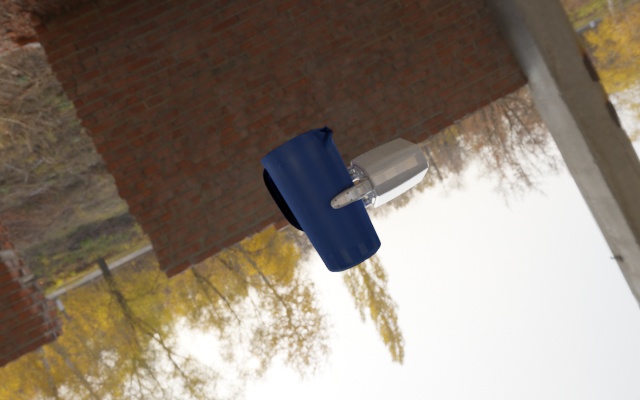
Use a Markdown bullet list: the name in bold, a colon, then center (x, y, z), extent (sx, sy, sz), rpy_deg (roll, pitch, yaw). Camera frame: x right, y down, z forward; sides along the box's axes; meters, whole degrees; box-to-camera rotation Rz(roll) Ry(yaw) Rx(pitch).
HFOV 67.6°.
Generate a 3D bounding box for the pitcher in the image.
- **pitcher**: center (0.000, 0.003, 0.848), extent (0.145, 0.243, 0.149), rpy_deg (-28, 1, -5)
